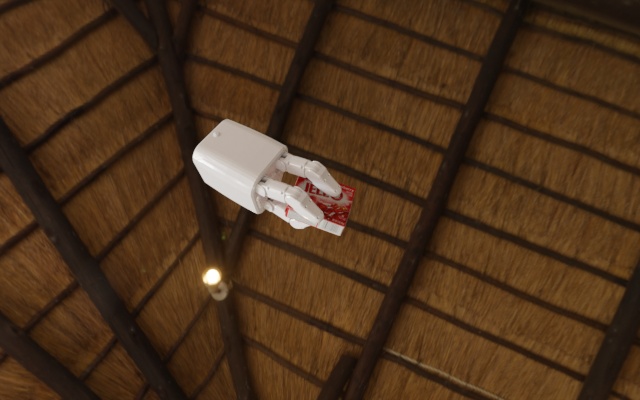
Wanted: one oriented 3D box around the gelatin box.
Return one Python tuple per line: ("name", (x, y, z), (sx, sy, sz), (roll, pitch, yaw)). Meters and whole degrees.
("gelatin box", (0.000, 0.003, 0.699), (0.089, 0.073, 0.030), (20, -37, -1))
